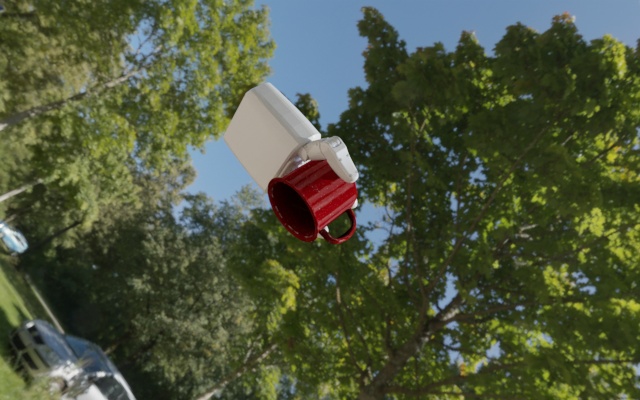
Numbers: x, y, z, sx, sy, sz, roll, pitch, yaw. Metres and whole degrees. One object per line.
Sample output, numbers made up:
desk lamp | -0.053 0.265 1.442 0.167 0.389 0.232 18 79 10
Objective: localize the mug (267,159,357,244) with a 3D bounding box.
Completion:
mug | 0.001 0.003 0.611 0.081 0.117 0.093 -35 -11 -30
